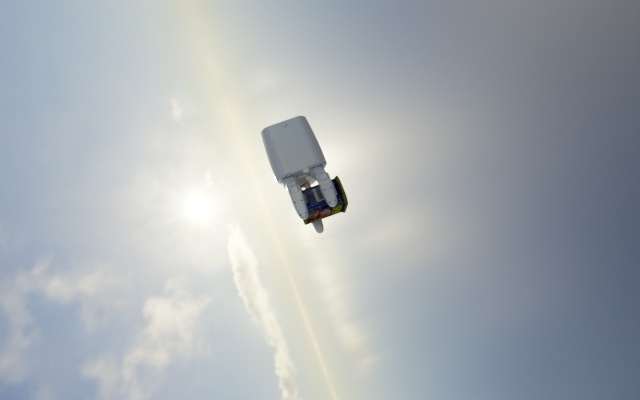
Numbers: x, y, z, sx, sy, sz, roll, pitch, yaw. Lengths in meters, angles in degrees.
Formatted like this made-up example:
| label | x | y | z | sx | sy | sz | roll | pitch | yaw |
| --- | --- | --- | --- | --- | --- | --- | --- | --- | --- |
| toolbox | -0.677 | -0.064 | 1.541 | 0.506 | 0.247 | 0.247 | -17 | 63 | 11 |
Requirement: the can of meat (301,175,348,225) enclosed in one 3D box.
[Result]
| label | x | y | z | sx | sy | sz | roll | pitch | yaw |
| --- | --- | --- | --- | --- | --- | --- | --- | --- | --- |
| can of meat | 0.000 | 0.003 | 0.883 | 0.084 | 0.057 | 0.102 | -20 | -13 | -6 |
